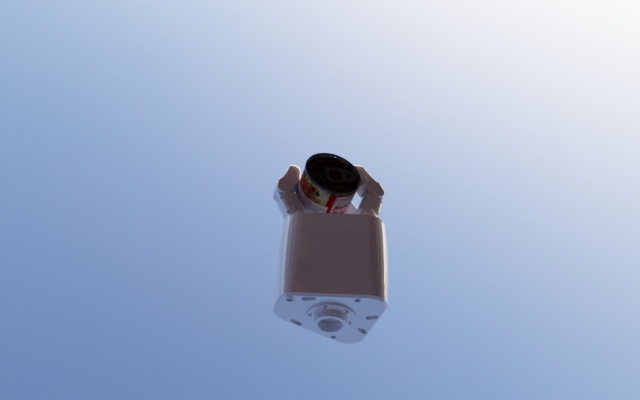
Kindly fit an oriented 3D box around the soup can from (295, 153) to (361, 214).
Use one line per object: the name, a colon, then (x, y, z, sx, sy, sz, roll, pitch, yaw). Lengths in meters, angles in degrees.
soup can: (0.000, 0.002, 0.584, 0.068, 0.068, 0.102, 0, -43, -24)
